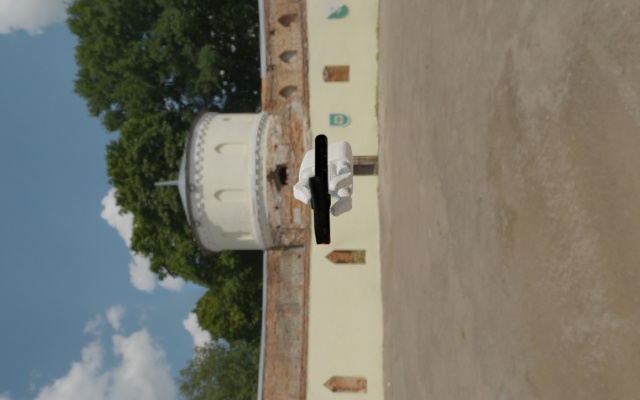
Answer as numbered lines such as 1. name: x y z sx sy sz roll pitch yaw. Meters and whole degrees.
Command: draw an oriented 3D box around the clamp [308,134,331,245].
1. clamp: -0.001 0.003 0.879 0.036 0.210 0.164 0 28 5
